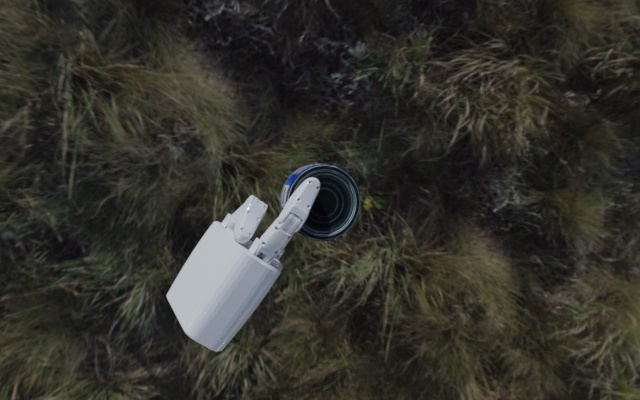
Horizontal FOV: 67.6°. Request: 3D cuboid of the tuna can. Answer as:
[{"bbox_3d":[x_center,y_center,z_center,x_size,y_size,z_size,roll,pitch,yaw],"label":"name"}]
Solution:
[{"bbox_3d":[0.000,0.002,0.530,0.086,0.086,0.034,0,4,-16],"label":"tuna can"}]
